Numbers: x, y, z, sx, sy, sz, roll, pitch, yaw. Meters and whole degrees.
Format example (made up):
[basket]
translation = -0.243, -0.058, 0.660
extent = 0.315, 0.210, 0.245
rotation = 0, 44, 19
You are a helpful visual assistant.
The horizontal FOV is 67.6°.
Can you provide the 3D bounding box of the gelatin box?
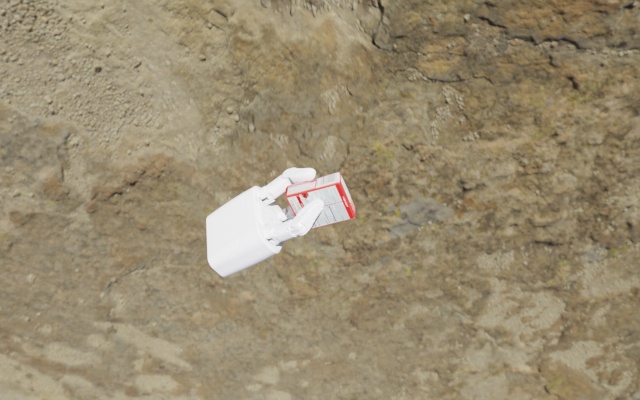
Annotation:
[gelatin box]
translation = 0.000, 0.003, 0.724
extent = 0.089, 0.073, 0.030
rotation = -15, 36, 15
